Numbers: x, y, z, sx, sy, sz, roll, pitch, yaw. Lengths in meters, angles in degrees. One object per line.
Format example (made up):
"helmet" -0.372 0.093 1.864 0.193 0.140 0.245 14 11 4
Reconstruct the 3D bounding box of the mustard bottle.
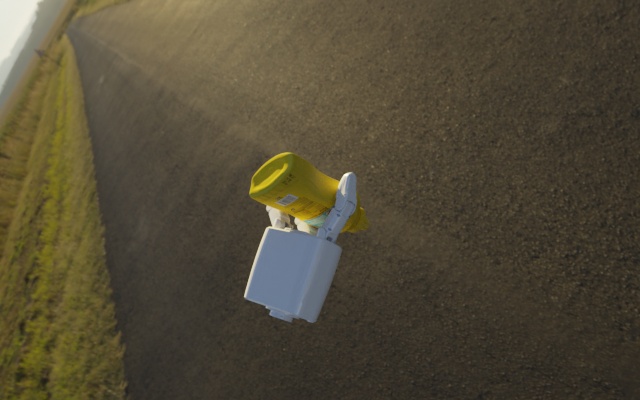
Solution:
"mustard bottle" 0.000 0.002 0.693 0.192 0.058 0.096 28 -40 -33
